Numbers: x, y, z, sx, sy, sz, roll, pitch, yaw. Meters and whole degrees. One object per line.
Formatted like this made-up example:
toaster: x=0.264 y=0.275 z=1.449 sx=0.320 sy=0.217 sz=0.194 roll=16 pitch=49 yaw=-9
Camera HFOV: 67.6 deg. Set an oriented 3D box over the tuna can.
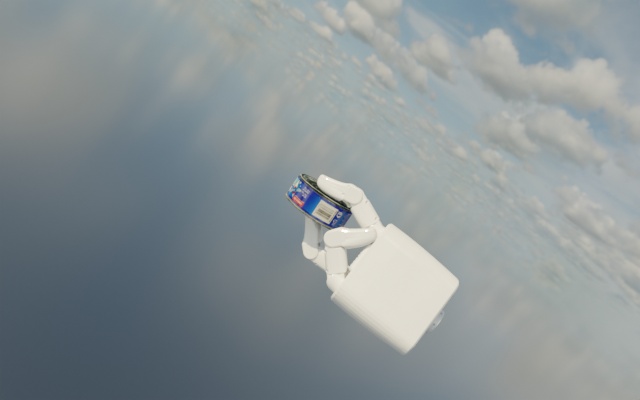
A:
tuna can: x=0.000 y=0.001 z=0.611 sx=0.086 sy=0.034 sz=0.086 roll=33 pitch=10 yaw=-6
